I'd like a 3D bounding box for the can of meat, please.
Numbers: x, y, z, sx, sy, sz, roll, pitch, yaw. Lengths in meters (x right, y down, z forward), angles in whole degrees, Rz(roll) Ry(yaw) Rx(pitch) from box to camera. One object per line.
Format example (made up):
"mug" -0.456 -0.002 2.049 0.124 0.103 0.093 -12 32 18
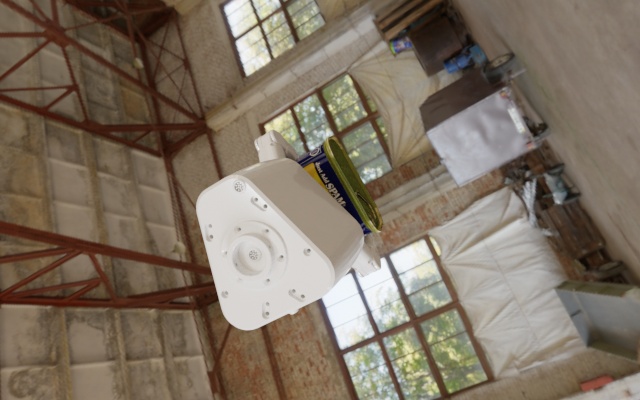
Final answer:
"can of meat" 0.000 0.002 0.470 0.084 0.102 0.057 -28 6 17
